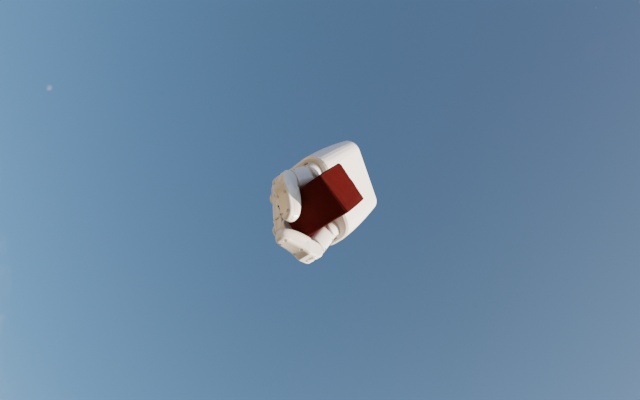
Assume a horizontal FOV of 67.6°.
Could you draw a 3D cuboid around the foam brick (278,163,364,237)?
[{"bbox_3d":[0.000,0.002,0.556,0.078,0.053,0.051,-34,0,35],"label":"foam brick"}]
